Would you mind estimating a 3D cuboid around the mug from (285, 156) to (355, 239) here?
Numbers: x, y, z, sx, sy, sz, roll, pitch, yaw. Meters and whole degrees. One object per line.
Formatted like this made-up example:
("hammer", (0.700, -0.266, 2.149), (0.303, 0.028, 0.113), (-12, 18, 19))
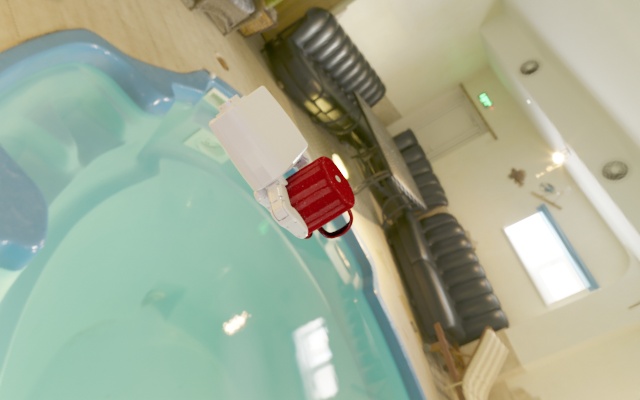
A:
("mug", (0.001, 0.003, 0.654), (0.081, 0.117, 0.093), (-32, 17, 18))
